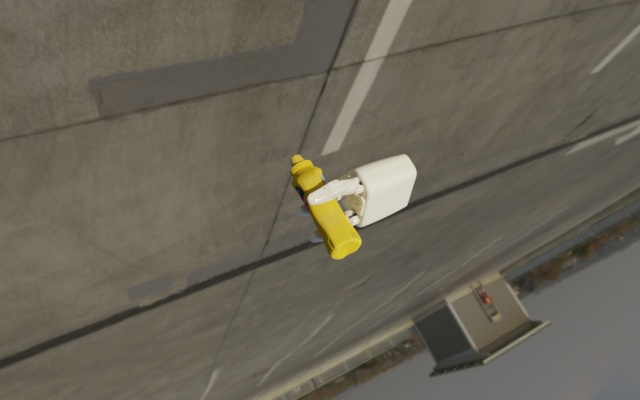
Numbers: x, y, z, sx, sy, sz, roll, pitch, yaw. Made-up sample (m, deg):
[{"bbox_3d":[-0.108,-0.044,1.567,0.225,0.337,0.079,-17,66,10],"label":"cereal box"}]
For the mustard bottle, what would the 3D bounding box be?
[{"bbox_3d":[0.000,0.003,0.811,0.058,0.191,0.096,-29,-18,0],"label":"mustard bottle"}]
